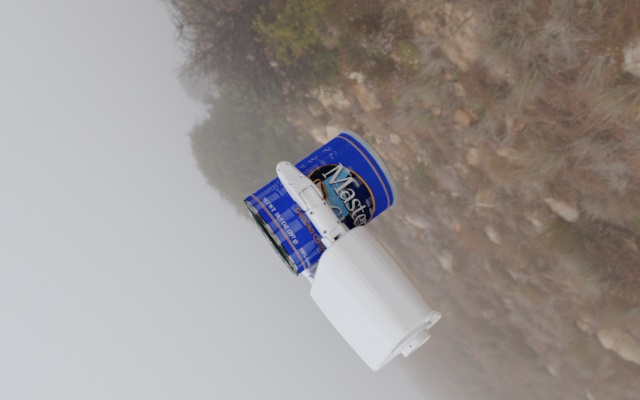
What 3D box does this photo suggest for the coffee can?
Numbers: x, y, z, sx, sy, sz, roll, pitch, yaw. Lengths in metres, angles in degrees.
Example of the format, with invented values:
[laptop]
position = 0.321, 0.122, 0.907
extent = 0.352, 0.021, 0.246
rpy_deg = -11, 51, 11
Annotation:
[coffee can]
position = 0.000, 0.001, 0.532
extent = 0.140, 0.103, 0.103
rpy_deg = -36, 8, -11
